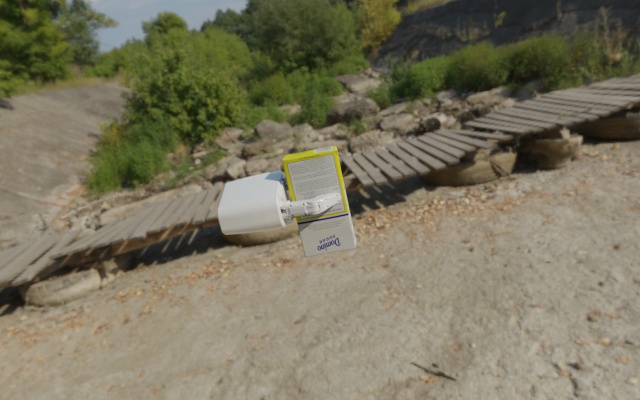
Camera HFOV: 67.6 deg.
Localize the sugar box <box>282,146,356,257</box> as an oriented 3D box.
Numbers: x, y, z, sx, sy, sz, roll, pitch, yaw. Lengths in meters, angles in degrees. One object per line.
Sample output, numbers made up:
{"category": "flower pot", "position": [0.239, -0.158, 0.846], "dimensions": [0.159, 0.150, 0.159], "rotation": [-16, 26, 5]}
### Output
{"category": "sugar box", "position": [0.000, 0.002, 0.819], "dimensions": [0.093, 0.176, 0.048], "rotation": [-10, 18, 7]}
